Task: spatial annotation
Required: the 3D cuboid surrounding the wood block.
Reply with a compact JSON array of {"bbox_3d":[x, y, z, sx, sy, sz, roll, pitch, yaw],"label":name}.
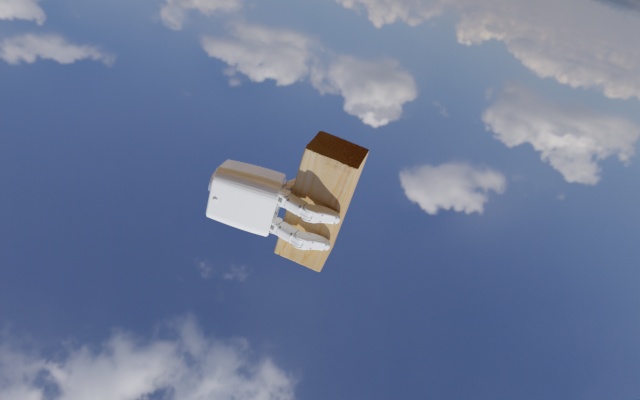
[{"bbox_3d":[0.000,0.002,0.801,0.090,0.206,0.090,22,31,6],"label":"wood block"}]
